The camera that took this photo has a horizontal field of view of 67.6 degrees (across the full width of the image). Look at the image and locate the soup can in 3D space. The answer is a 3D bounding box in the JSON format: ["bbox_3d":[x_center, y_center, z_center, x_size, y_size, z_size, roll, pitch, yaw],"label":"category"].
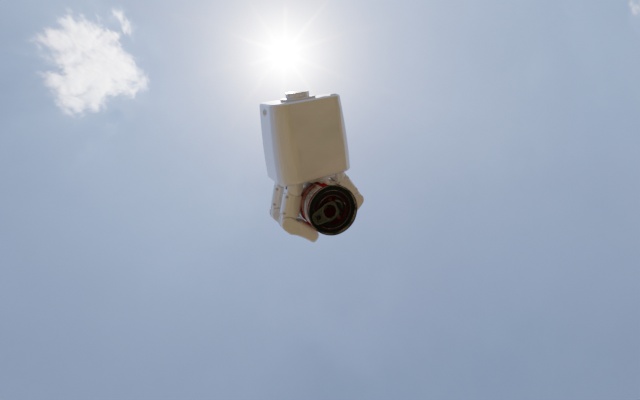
[{"bbox_3d":[0.000,0.003,0.661,0.068,0.068,0.102,0,12,-20],"label":"soup can"}]
